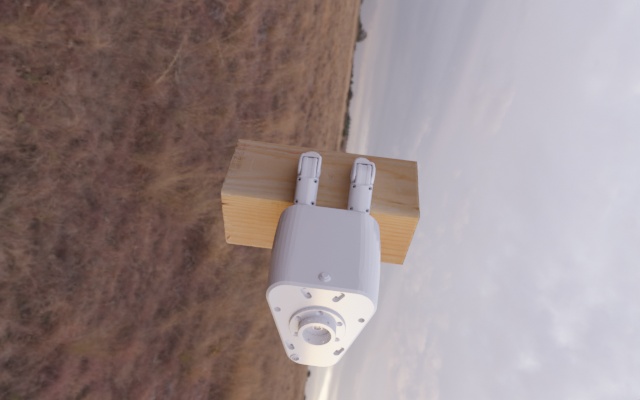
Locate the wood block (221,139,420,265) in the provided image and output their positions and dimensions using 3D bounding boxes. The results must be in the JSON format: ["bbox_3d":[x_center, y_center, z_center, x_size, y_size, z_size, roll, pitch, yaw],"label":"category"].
[{"bbox_3d":[0.000,0.002,0.549,0.206,0.090,0.091,8,-43,0],"label":"wood block"}]
